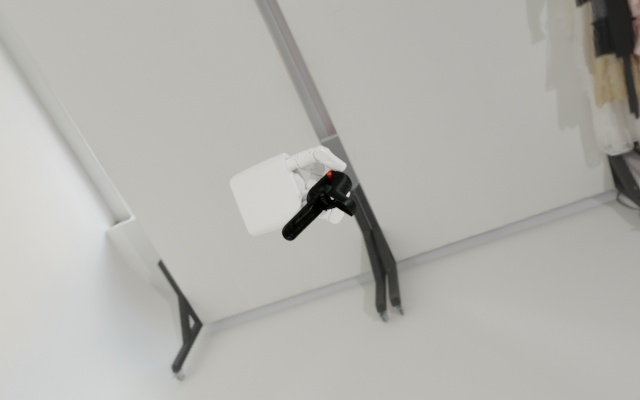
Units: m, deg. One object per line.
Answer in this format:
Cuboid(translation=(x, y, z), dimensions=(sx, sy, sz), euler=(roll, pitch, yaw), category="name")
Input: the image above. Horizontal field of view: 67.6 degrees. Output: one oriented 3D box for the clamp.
Cuboid(translation=(0.000, 0.002, 0.743), dimensions=(0.120, 0.039, 0.171), euler=(-21, 19, 12), category="clamp")
